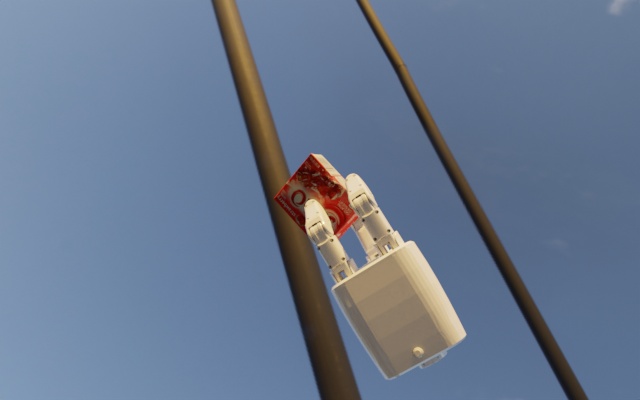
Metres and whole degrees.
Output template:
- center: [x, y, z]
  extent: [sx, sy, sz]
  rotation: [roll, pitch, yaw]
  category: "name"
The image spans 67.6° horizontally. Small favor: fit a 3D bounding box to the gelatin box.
- center: [0.000, 0.002, 0.551]
  extent: [0.089, 0.073, 0.030]
  rotation: [48, 20, 19]
  category: "gelatin box"
